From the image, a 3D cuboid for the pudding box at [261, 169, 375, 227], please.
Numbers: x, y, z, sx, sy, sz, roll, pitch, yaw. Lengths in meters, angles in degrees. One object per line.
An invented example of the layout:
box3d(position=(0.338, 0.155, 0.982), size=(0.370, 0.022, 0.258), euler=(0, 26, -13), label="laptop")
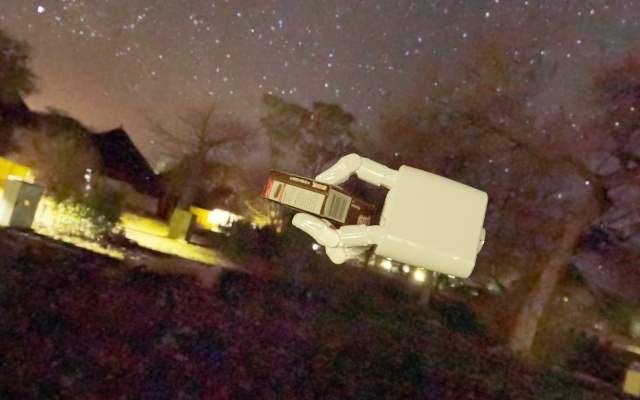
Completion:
box3d(position=(0.000, 0.002, 0.567), size=(0.090, 0.039, 0.113), euler=(16, -6, 33), label="pudding box")
